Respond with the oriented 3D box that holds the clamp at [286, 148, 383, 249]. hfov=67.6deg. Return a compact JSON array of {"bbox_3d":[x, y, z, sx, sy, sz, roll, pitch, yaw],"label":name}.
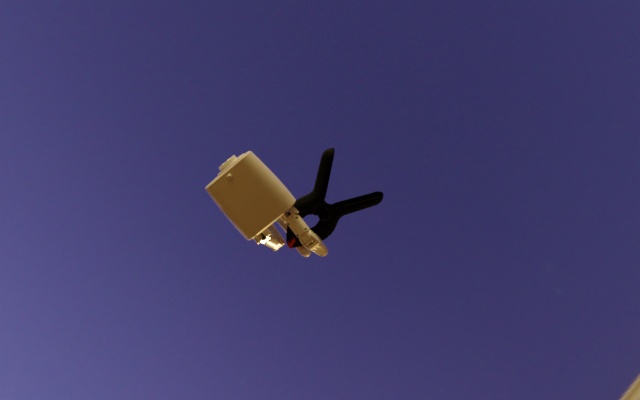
[{"bbox_3d":[0.000,0.002,0.754,0.171,0.120,0.039,-38,11,8],"label":"clamp"}]
